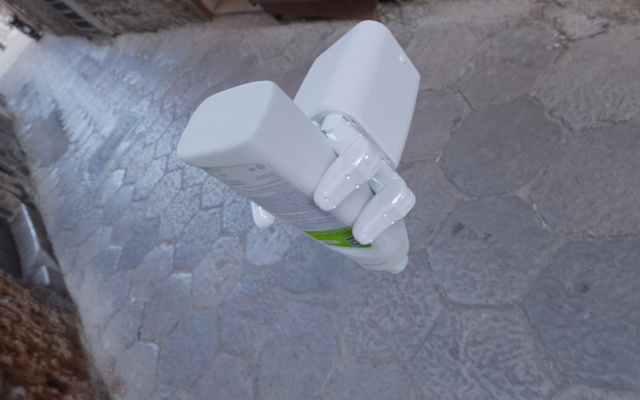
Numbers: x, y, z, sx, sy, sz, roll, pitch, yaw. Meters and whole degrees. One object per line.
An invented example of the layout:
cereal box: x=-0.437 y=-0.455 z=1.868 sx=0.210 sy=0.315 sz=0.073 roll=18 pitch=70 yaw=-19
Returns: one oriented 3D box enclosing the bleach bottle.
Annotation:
bleach bottle: x=0.000 y=0.001 z=0.434 sx=0.102 sy=0.068 sz=0.251 roll=-3 pitch=-33 yaw=42
